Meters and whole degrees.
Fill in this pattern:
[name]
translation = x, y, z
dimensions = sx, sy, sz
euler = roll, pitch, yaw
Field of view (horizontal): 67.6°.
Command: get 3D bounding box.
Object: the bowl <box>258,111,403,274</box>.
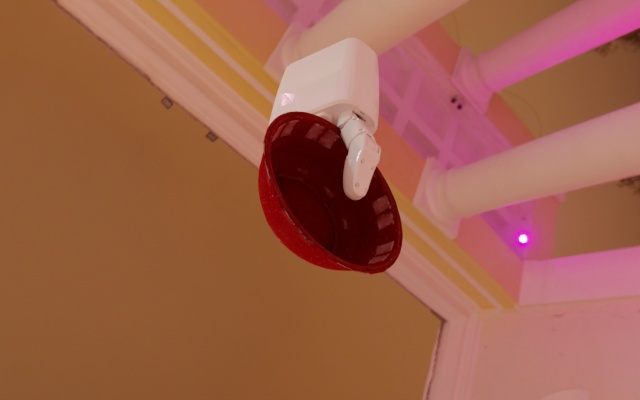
[bowl]
translation = 0.000, 0.002, 0.427
dimensions = 0.055, 0.162, 0.162
euler = -37, -23, 34
